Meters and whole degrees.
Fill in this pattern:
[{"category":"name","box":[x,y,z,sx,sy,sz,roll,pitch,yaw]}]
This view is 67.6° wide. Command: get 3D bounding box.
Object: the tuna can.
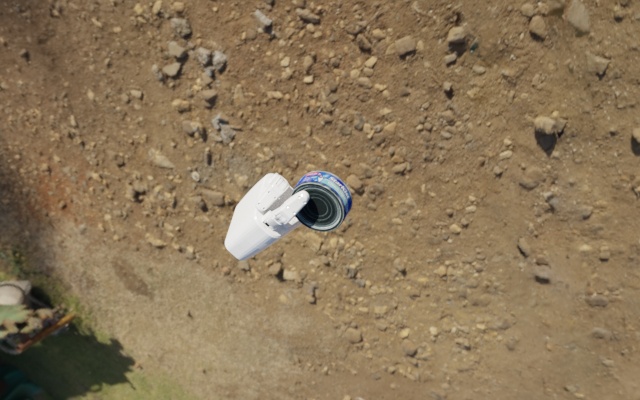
[{"category":"tuna can","box":[0.000,0.003,0.684,0.086,0.086,0.033,0,32,25]}]
